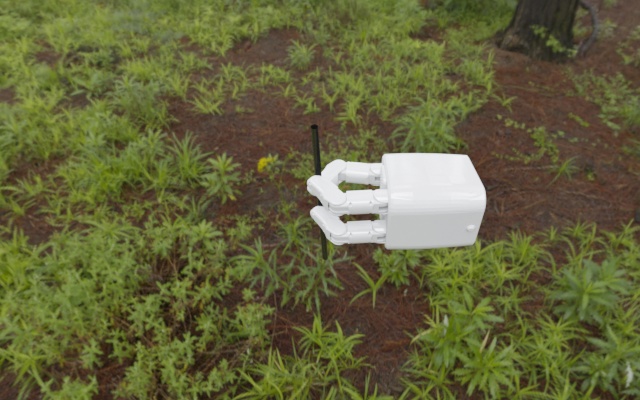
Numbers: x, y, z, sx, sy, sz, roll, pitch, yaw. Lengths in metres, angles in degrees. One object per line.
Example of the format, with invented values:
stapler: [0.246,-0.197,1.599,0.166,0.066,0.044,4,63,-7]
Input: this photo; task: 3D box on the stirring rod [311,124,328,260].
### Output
stirring rod: [0.000,0.002,0.597,0.011,0.011,0.240,0,-42,4]
